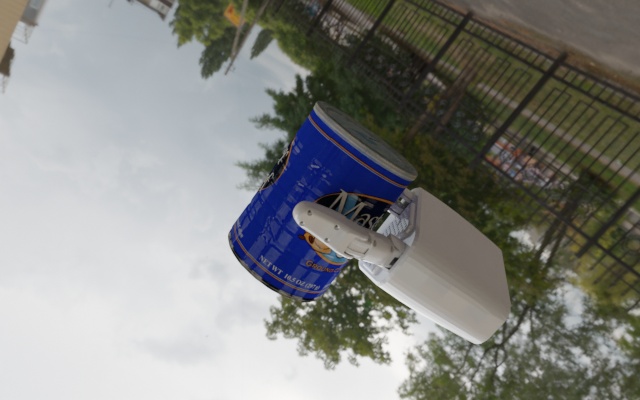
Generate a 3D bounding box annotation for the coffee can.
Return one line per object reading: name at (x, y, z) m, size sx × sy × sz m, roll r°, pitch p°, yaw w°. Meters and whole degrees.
coffee can at (0.000, 0.001, 0.413) m, size 0.103 × 0.140 × 0.102 m, roll 33°, pitch 16°, yaw -11°
